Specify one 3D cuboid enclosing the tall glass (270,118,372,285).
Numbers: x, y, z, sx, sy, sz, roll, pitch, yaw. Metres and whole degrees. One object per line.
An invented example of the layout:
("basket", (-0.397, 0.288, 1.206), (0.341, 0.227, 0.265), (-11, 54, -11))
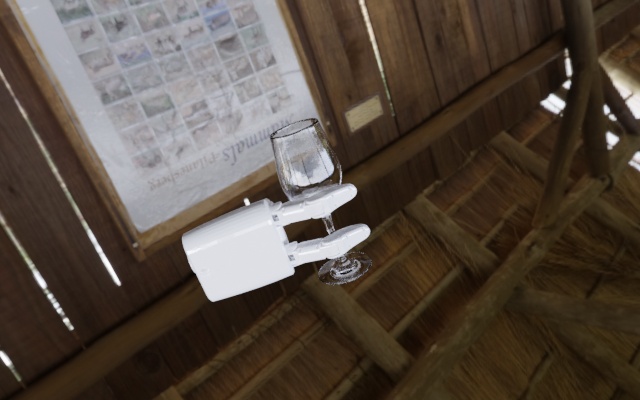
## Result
("tall glass", (0.000, 0.002, 0.598), (0.079, 0.201, 0.079), (-17, 20, 6))
